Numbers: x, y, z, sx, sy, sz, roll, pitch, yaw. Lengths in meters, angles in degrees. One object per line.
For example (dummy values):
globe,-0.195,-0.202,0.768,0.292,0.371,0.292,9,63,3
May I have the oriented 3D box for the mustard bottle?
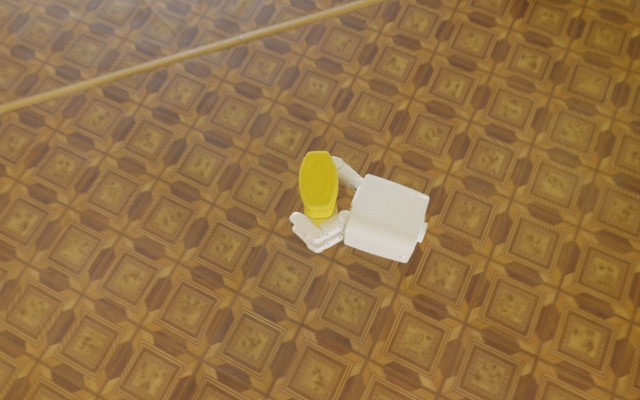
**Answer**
mustard bottle,0.000,0.002,0.776,0.058,0.096,0.192,-4,-21,1
